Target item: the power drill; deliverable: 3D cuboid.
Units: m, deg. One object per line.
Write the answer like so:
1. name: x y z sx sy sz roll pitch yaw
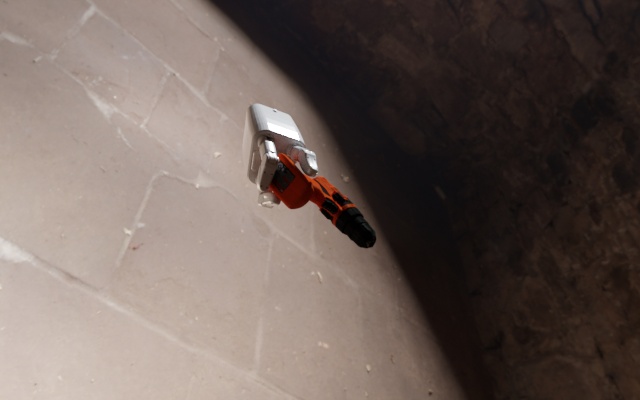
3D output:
1. power drill: 0.000 0.002 0.816 0.184 0.057 0.188 45 9 37
